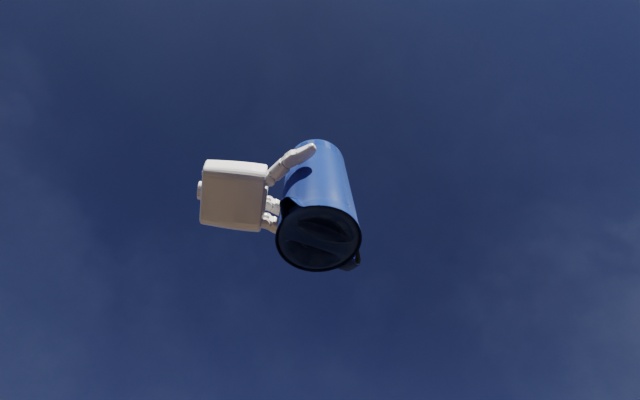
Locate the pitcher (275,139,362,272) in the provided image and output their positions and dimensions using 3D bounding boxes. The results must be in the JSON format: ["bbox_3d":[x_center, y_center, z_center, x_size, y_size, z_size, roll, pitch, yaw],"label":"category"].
[{"bbox_3d":[0.000,0.003,0.824,0.145,0.149,0.242,4,35,-4],"label":"pitcher"}]
